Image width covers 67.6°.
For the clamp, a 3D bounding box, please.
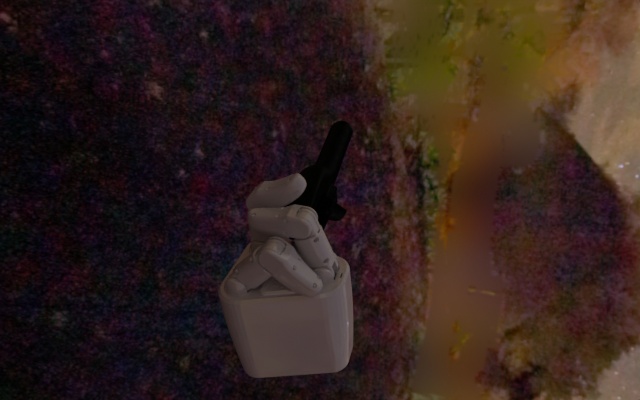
[{"bbox_3d":[0.001,0.002,0.499,0.039,0.120,0.171,7,34,21],"label":"clamp"}]
